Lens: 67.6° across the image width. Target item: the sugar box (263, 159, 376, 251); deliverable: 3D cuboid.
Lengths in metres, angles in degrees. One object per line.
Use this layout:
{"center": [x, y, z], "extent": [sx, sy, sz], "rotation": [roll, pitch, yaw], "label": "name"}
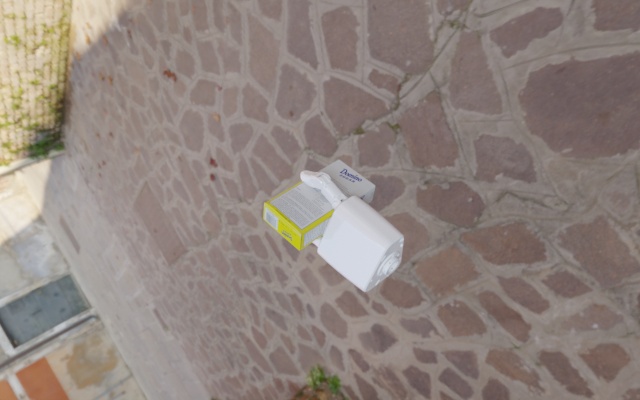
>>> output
{"center": [0.000, 0.003, 0.801], "extent": [0.176, 0.048, 0.093], "rotation": [-30, 56, -34], "label": "sugar box"}
